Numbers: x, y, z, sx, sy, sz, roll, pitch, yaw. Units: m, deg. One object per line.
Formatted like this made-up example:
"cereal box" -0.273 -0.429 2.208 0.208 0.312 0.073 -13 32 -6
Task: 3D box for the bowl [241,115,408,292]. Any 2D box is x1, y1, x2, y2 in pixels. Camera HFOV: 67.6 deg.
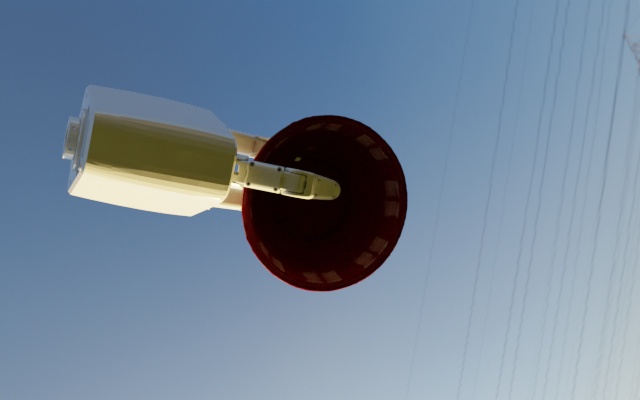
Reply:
"bowl" 0.001 0.002 0.457 0.162 0.162 0.055 0 6 -19
